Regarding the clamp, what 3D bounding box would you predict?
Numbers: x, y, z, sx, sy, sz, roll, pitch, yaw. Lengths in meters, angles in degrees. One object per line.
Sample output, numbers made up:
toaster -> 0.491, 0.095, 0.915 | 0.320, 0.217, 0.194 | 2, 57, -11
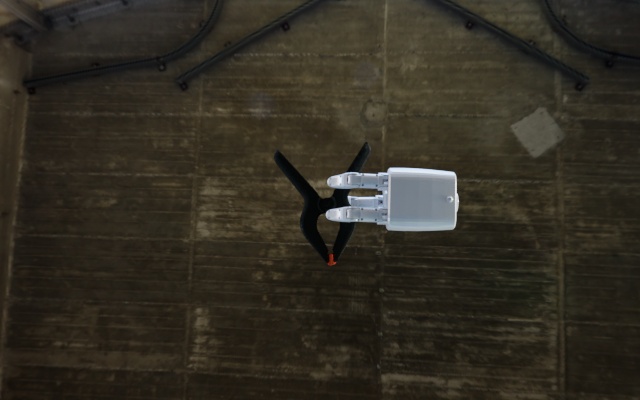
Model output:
clamp -> 0.000, 0.003, 0.806 | 0.164, 0.210, 0.036 | 2, -6, 3
